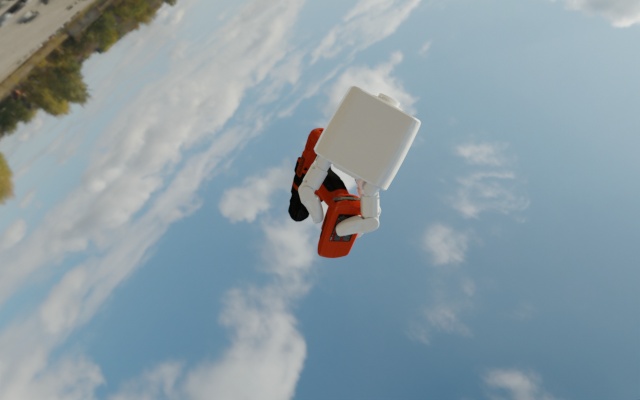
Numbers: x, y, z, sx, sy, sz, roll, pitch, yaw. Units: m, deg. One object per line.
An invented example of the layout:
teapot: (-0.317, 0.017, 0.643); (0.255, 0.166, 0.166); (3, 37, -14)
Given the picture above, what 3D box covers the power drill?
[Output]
power drill: (0.000, 0.003, 0.766); (0.057, 0.184, 0.187); (0, 38, -24)
